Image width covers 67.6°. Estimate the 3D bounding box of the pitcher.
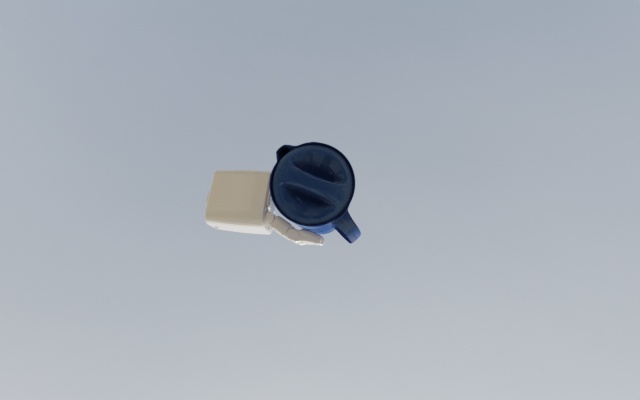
[{"bbox_3d":[0.000,0.003,0.842,0.145,0.149,0.243,3,-10,4],"label":"pitcher"}]
